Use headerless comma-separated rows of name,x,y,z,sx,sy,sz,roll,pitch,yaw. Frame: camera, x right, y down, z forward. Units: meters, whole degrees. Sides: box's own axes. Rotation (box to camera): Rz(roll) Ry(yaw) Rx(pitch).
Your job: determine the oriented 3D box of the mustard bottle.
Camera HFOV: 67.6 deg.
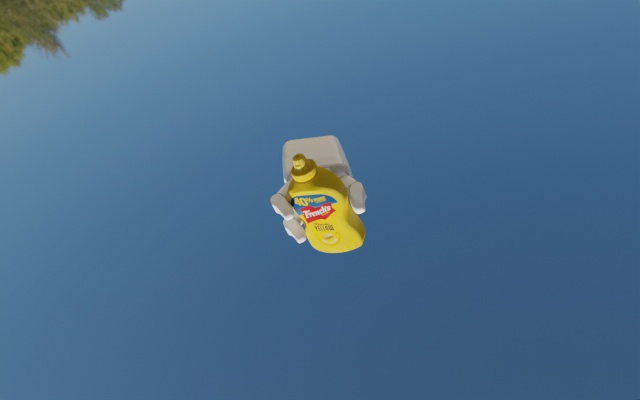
mustard bottle,0.000,0.003,0.766,0.096,0.192,0.058,-4,43,26
